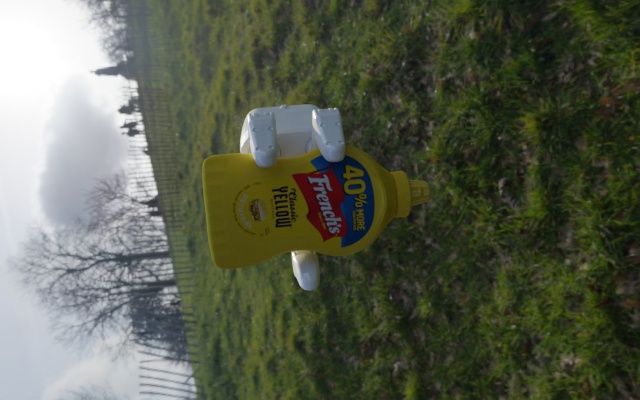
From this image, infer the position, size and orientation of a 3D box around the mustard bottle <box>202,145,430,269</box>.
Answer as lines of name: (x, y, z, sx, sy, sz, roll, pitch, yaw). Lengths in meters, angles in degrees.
mustard bottle: (0.000, 0.001, 0.414, 0.191, 0.096, 0.058, -6, 2, -6)
